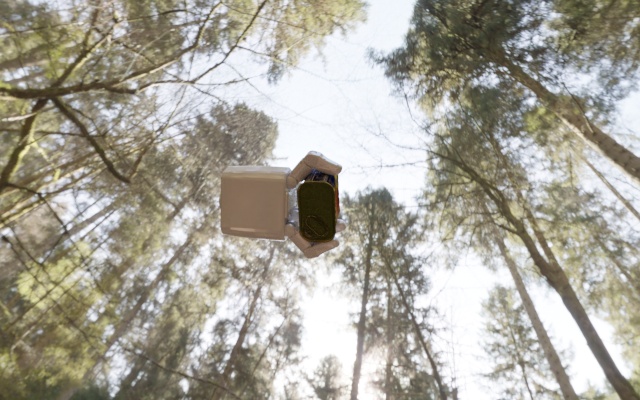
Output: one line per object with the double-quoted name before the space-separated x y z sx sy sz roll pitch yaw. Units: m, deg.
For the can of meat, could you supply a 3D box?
"can of meat" 0.000 0.002 0.760 0.057 0.102 0.084 1 24 9
